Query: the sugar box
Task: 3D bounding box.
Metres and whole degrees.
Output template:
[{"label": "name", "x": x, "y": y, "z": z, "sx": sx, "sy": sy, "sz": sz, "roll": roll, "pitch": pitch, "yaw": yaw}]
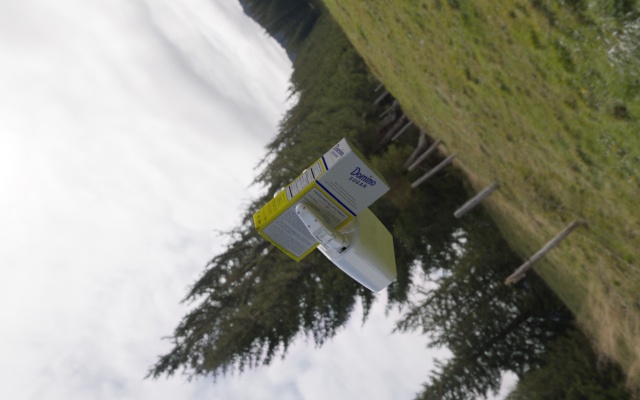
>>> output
[{"label": "sugar box", "x": 0.000, "y": 0.002, "z": 0.673, "sx": 0.093, "sy": 0.176, "sz": 0.048, "roll": 41, "pitch": 15, "yaw": -34}]
